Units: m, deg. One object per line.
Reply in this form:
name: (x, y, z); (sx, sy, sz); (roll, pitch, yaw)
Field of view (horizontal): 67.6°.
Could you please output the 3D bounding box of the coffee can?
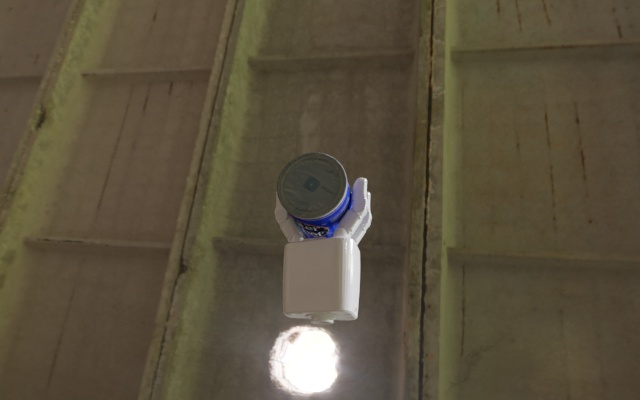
coffee can: (0.000, 0.002, 0.742); (0.103, 0.102, 0.140); (0, -22, 12)
